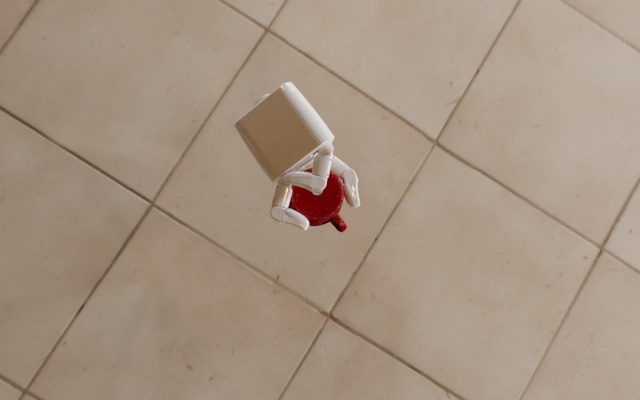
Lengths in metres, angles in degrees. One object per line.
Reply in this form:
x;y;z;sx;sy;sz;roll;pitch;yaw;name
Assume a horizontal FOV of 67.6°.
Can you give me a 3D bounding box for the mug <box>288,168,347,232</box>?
0.001;0.004;0.747;0.093;0.117;0.081;-37;-1;-5;mug
